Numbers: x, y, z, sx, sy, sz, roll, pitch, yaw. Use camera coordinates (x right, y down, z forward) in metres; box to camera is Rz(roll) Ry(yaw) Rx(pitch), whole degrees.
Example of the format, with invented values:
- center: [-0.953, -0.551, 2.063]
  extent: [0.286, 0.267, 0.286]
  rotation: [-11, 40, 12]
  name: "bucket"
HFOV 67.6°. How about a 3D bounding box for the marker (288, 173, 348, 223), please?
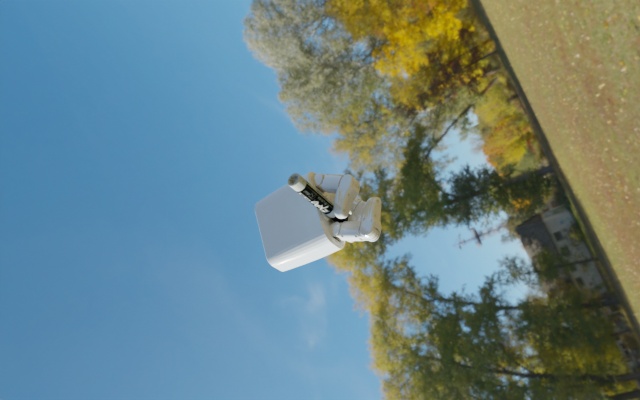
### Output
- center: [0.000, 0.002, 0.625]
  extent: [0.020, 0.020, 0.121]
  rotation: [0, -27, 39]
  name: "marker"
